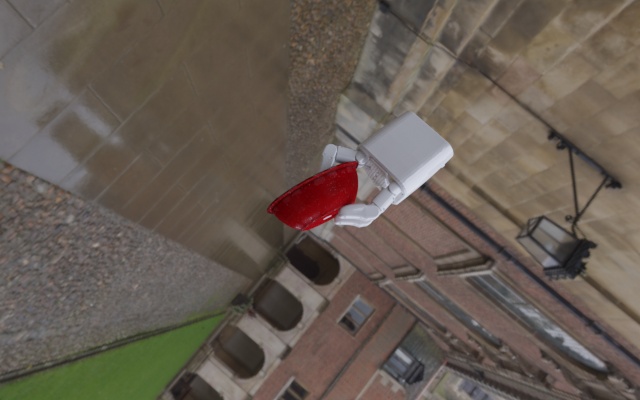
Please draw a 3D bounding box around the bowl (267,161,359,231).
[{"bbox_3d":[-0.001,0.003,0.742,0.162,0.055,0.162,-27,-8,-4],"label":"bowl"}]
